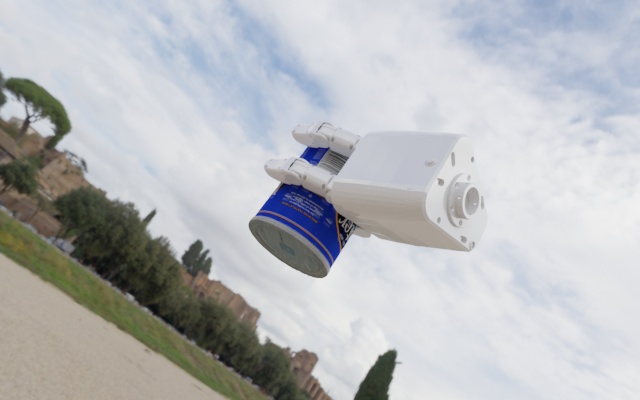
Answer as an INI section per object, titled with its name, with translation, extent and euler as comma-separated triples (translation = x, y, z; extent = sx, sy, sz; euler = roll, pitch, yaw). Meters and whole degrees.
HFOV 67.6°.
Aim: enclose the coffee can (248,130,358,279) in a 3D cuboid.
[coffee can]
translation = 0.000, 0.002, 0.544
extent = 0.103, 0.140, 0.103
euler = 29, -24, 14
